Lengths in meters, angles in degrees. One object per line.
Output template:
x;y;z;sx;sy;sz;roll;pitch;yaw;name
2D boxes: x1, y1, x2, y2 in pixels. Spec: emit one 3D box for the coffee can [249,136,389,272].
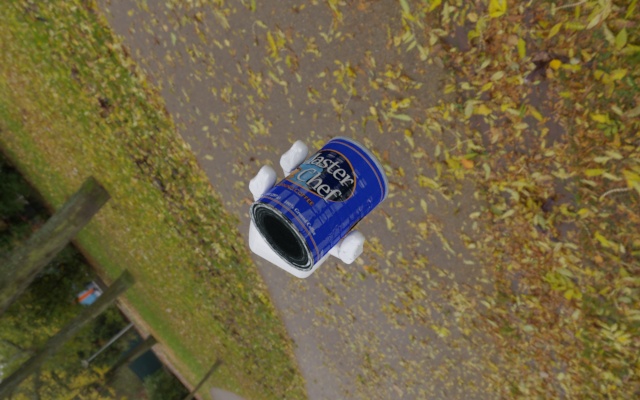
0.000;0.002;0.578;0.140;0.103;0.103;-41;21;-27;coffee can
